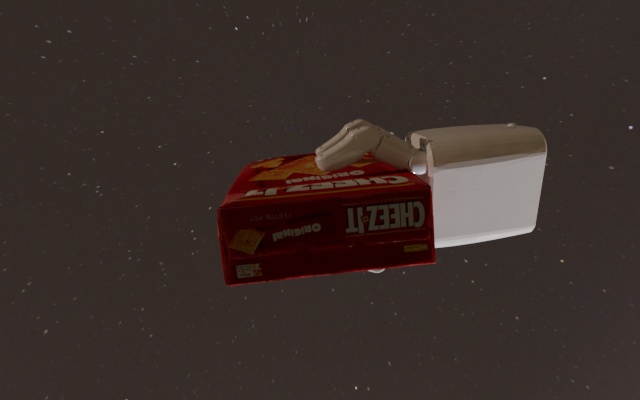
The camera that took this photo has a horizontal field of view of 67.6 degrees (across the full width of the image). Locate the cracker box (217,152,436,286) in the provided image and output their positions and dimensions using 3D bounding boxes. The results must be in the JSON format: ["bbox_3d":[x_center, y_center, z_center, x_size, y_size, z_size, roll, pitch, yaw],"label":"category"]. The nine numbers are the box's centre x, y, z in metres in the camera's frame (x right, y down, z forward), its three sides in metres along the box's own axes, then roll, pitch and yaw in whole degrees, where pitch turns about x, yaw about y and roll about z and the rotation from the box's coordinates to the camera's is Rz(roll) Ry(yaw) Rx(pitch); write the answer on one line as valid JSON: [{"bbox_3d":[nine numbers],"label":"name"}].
[{"bbox_3d":[0.000,0.002,0.458,0.164,0.072,0.213,-6,13,-2],"label":"cracker box"}]
